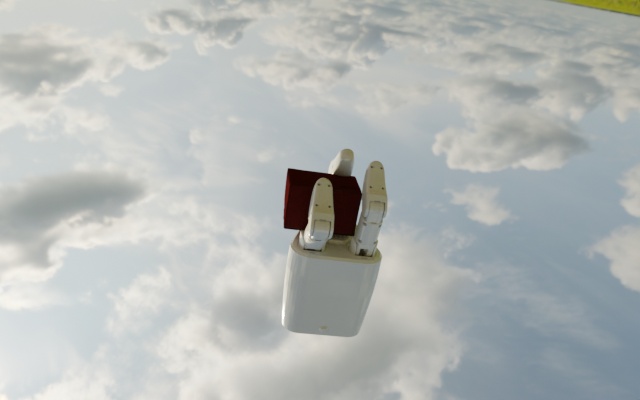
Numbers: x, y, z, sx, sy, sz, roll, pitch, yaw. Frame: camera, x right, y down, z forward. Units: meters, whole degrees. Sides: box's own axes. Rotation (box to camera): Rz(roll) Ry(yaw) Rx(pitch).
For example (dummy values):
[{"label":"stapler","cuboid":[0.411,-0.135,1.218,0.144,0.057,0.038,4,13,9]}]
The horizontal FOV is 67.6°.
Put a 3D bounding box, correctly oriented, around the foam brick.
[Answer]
[{"label":"foam brick","cuboid":[0.000,0.002,0.513,0.078,0.051,0.053,7,23,-8]}]
